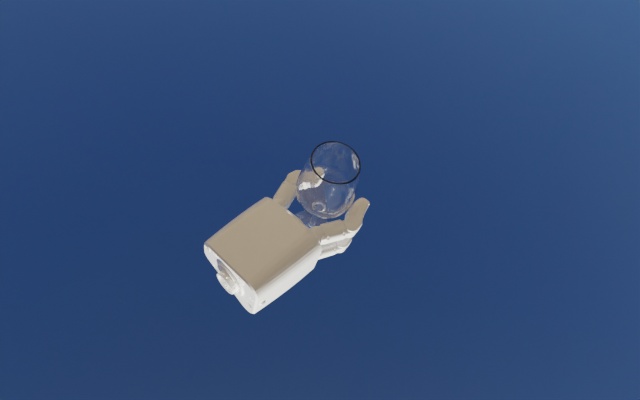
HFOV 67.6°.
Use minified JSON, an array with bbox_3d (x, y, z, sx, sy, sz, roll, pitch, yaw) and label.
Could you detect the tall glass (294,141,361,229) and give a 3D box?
[{"bbox_3d":[0.000,0.002,0.651,0.079,0.079,0.201,0,-29,-12],"label":"tall glass"}]
